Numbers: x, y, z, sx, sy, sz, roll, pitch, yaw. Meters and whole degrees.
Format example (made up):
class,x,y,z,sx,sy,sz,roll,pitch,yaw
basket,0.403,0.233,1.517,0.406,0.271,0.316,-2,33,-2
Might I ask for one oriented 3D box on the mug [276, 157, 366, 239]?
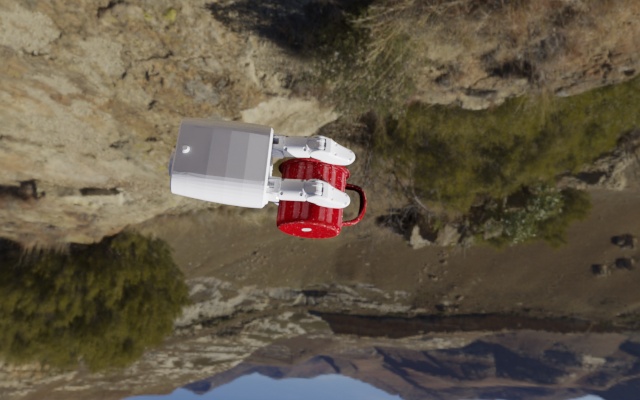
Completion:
class,x,y,z,sx,sy,sz,roll,pitch,yaw
mug,0.001,0.002,0.608,0.117,0.081,0.093,7,-17,-6
